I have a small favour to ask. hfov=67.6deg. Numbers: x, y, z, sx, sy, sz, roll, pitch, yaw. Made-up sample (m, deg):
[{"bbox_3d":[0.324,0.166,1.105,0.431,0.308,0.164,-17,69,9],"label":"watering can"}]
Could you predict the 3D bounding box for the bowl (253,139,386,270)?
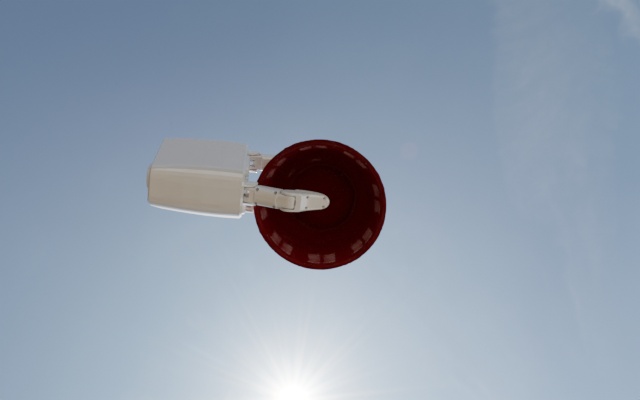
[{"bbox_3d":[0.001,0.002,0.600,0.162,0.162,0.055,0,12,3],"label":"bowl"}]
